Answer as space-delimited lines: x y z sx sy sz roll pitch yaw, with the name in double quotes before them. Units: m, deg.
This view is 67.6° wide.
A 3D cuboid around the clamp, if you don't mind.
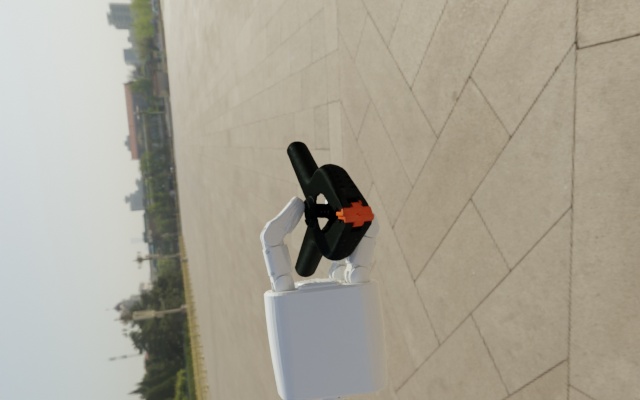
"clamp" -0.001 0.002 0.501 0.036 0.164 0.210 -6 -5 -17
